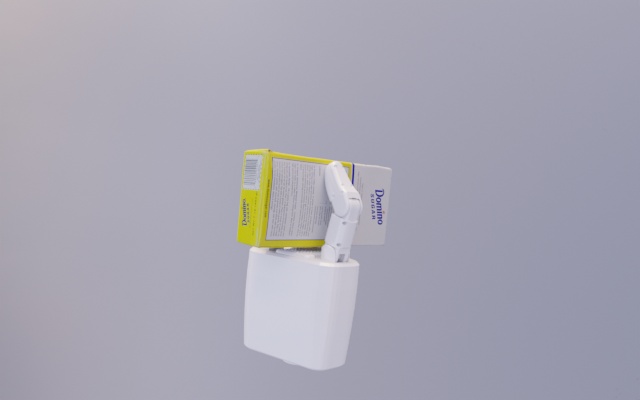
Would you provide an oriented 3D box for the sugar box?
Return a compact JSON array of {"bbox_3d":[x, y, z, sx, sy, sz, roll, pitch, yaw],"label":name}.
[{"bbox_3d":[0.000,0.002,0.509,0.176,0.093,0.048,5,2,-43],"label":"sugar box"}]
